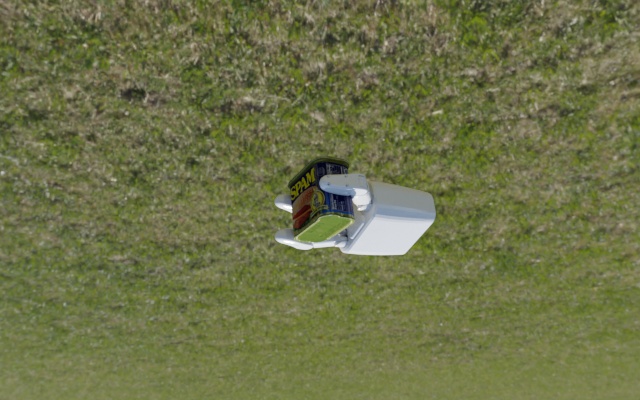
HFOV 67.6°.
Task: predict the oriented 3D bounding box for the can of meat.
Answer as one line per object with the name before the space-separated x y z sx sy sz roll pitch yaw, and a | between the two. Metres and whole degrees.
can of meat | 0.000 0.002 0.638 0.057 0.084 0.102 9 -28 -29
